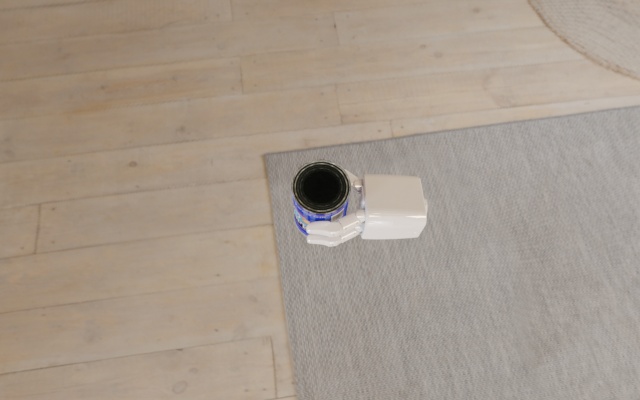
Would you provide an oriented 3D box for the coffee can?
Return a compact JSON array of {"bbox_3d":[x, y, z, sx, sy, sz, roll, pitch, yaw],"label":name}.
[{"bbox_3d":[0.000,0.003,0.874,0.103,0.102,0.140,0,-23,-1],"label":"coffee can"}]
